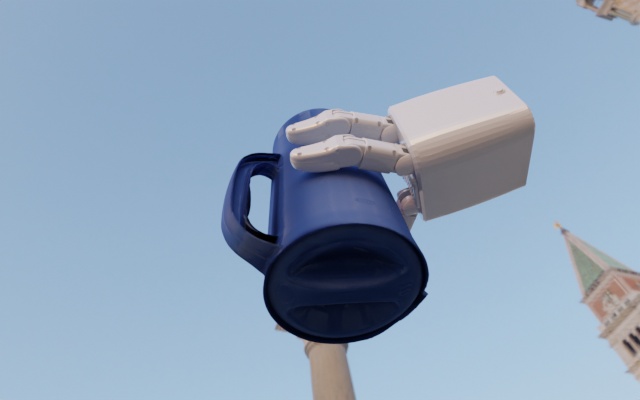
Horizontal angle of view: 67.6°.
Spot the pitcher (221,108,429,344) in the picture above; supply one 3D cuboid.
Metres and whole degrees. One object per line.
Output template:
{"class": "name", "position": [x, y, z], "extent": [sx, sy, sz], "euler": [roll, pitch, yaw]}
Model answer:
{"class": "pitcher", "position": [0.000, 0.002, 0.466], "extent": [0.145, 0.149, 0.242], "euler": [-18, 35, 5]}
